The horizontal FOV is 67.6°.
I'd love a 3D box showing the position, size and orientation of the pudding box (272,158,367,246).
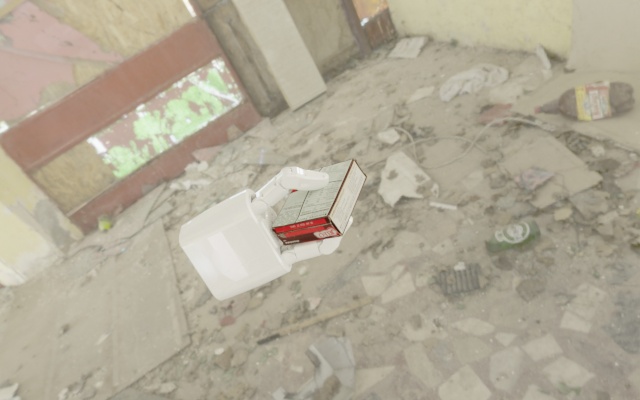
[{"bbox_3d":[0.000,0.002,0.603,0.090,0.039,0.113,-12,38,35],"label":"pudding box"}]
